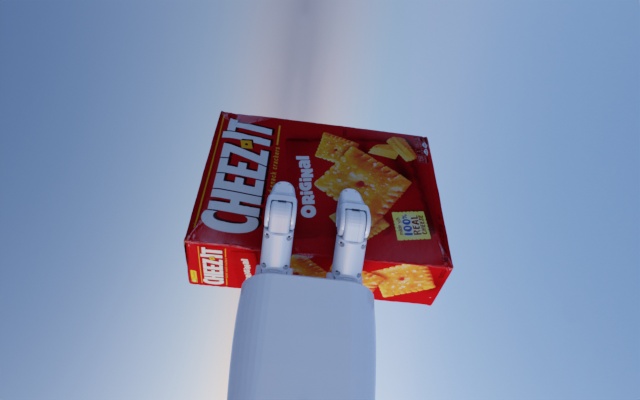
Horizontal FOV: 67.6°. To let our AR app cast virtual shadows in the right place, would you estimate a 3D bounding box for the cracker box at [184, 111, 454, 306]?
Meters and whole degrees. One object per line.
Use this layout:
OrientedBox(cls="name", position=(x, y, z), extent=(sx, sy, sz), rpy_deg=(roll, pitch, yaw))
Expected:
OrientedBox(cls="cracker box", position=(0.000, 0.002, 0.442), extent=(0.214, 0.164, 0.072), rpy_deg=(7, -42, -4))
